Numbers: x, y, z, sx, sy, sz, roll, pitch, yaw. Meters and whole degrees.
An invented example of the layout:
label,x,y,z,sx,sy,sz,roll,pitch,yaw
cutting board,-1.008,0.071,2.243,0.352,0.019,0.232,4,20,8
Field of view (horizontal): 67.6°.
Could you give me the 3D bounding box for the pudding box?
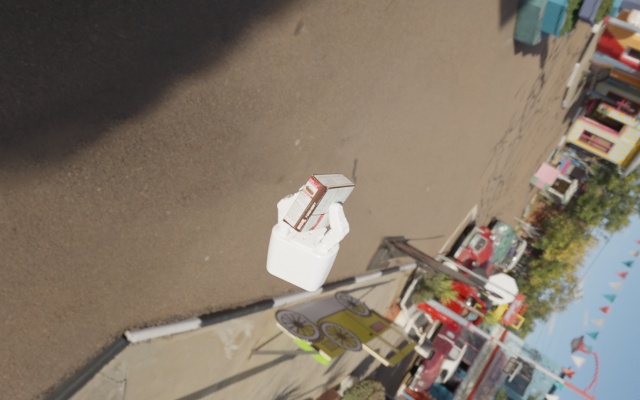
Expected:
label,x,y,z,sx,sy,sz,roll,pitch,yaw
pudding box,0.000,0.003,0.763,0.039,0.090,0.113,38,18,17
